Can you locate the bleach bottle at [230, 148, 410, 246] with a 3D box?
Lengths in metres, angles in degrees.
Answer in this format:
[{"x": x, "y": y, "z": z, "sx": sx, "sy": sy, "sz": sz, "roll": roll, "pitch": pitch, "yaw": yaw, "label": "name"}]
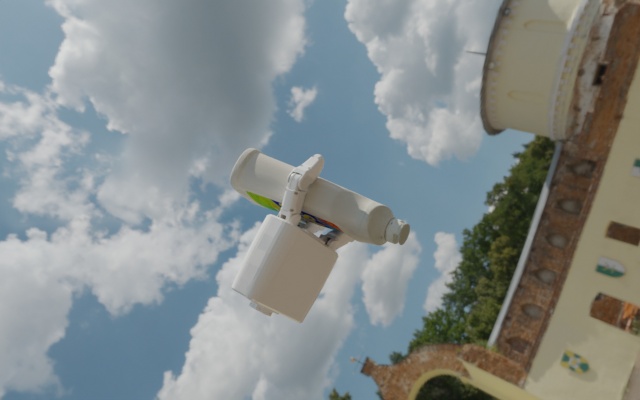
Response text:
[{"x": 0.000, "y": 0.002, "z": 0.645, "sx": 0.251, "sy": 0.068, "sz": 0.103, "roll": 20, "pitch": -14, "yaw": 32, "label": "bleach bottle"}]
